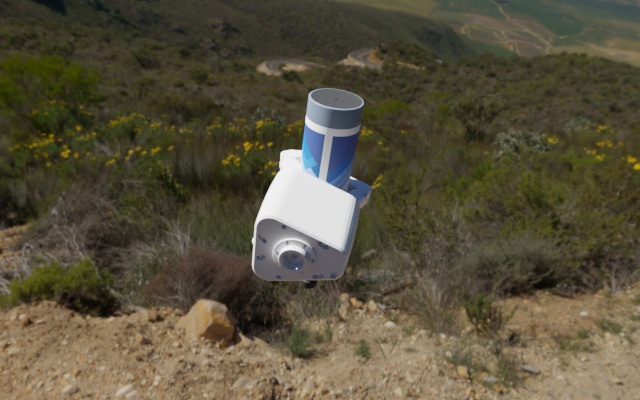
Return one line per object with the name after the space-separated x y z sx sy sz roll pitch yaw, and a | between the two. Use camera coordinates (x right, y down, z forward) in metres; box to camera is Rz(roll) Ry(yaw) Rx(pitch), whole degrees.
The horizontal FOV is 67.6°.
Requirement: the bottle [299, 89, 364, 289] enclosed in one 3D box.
0.000 0.002 0.643 0.069 0.296 0.069 6 33 -4 | bottle
